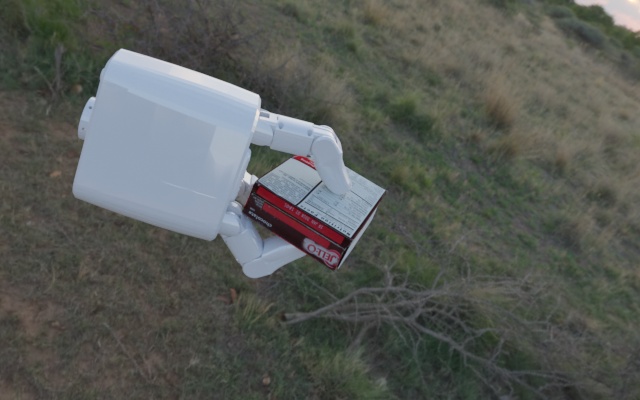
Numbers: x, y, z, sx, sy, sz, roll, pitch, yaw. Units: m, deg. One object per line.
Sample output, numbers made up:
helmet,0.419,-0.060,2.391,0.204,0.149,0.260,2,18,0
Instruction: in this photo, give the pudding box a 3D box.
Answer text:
pudding box,0.000,0.001,0.411,0.090,0.039,0.113,32,32,8
